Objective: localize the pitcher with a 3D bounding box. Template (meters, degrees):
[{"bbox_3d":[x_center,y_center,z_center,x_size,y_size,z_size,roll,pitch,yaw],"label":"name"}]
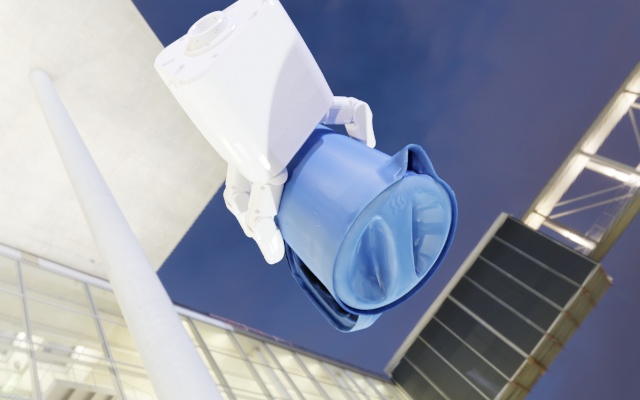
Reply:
[{"bbox_3d":[0.000,0.001,0.477,0.242,0.149,0.145,38,-13,47],"label":"pitcher"}]
